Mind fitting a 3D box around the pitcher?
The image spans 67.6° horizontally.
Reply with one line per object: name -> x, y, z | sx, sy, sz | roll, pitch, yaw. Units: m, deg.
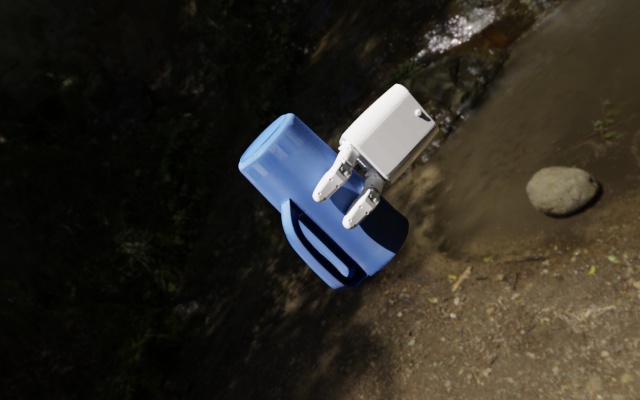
pitcher -> 0.000, 0.002, 0.680 | 0.243, 0.145, 0.149 | 44, 0, -17
